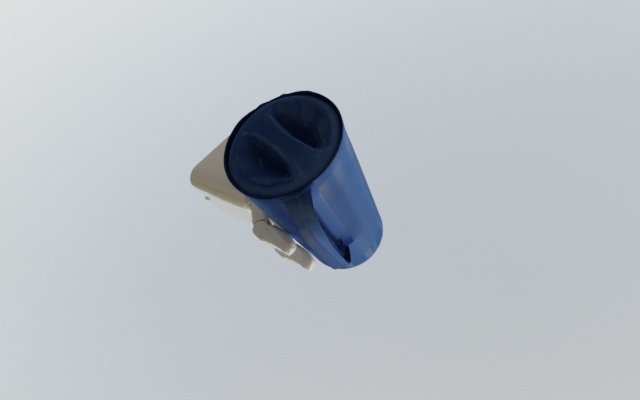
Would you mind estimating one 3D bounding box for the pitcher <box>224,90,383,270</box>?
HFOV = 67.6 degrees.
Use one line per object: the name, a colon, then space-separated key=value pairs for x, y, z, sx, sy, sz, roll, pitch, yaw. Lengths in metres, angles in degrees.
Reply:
pitcher: x=0.000 y=0.002 z=0.574 sx=0.145 sy=0.149 sz=0.243 roll=18 pitch=-20 yaw=30
